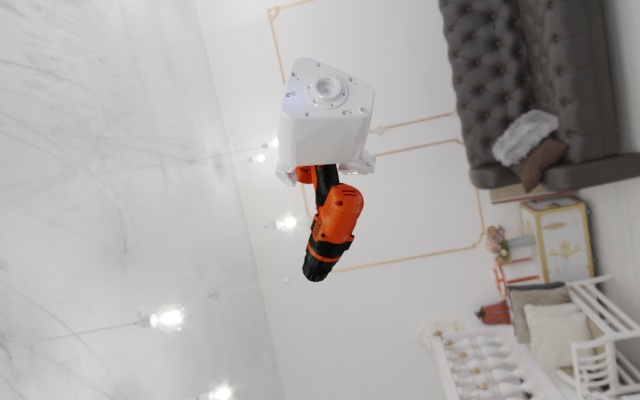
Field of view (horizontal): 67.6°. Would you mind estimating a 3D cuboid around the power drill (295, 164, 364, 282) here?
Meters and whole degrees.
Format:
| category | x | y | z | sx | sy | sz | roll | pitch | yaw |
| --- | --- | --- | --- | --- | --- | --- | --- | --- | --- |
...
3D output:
| category | x | y | z | sx | sy | sz | roll | pitch | yaw |
| --- | --- | --- | --- | --- | --- | --- | --- | --- | --- |
| power drill | 0.000 | 0.002 | 0.693 | 0.057 | 0.187 | 0.185 | 2 | -43 | -21 |
